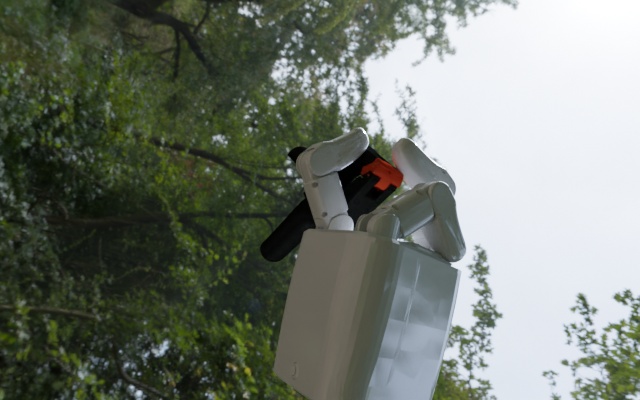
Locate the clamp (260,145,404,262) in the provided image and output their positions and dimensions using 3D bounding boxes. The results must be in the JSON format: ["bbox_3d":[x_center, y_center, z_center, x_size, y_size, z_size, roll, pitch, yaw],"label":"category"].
[{"bbox_3d":[0.001,0.001,0.415,0.039,0.120,0.171,18,-10,-27],"label":"clamp"}]
